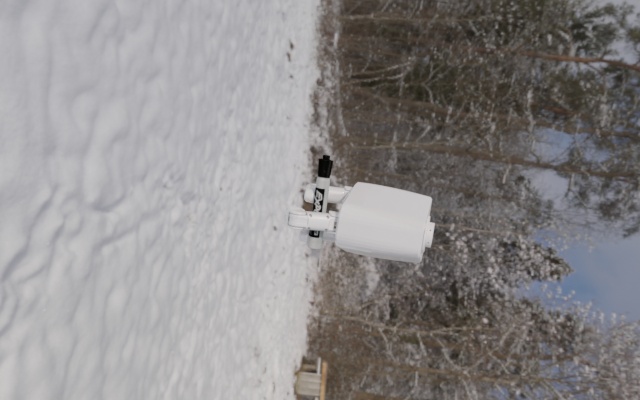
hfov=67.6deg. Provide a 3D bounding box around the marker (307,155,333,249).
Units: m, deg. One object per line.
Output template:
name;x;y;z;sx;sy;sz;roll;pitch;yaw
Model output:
marker;0.000;0.002;0.612;0.020;0.121;0.020;8;9;-1
